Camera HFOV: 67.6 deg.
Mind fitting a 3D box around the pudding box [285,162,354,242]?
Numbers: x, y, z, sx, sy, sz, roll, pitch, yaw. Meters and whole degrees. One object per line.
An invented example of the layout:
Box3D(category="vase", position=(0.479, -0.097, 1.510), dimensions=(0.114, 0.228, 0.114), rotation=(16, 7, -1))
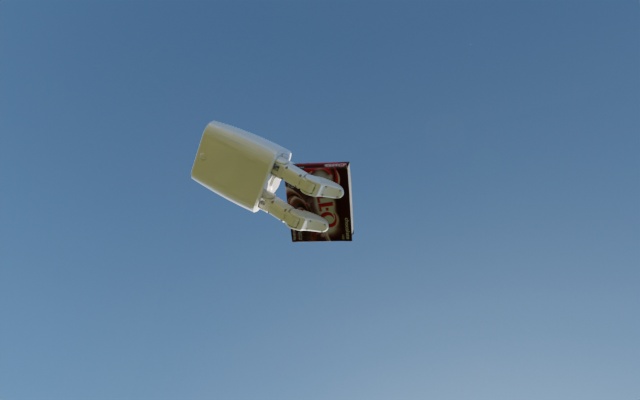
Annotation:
Box3D(category="pudding box", position=(0.000, 0.002, 0.684), dimensions=(0.090, 0.113, 0.039), rotation=(-2, 20, 12))
